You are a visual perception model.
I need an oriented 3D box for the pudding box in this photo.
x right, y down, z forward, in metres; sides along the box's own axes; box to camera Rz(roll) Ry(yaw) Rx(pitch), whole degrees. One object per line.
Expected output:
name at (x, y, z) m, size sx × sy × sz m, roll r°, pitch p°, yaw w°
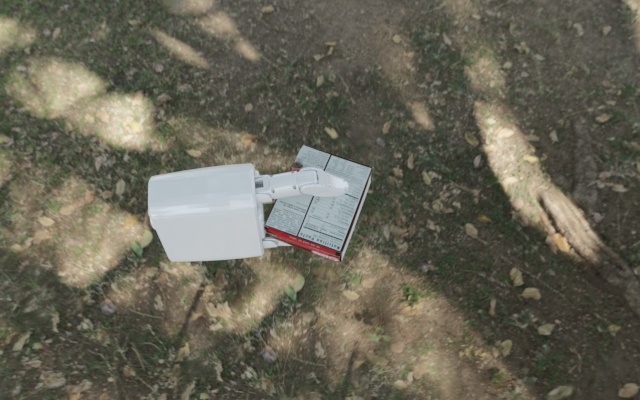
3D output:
pudding box at (0.000, 0.002, 0.531) m, size 0.090 × 0.113 × 0.039 m, roll 20°, pitch -21°, yaw 7°
